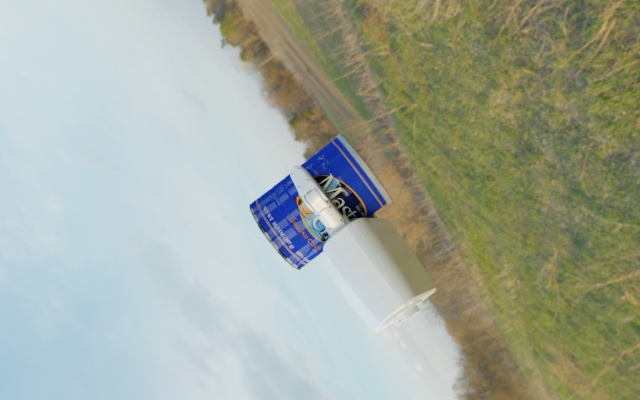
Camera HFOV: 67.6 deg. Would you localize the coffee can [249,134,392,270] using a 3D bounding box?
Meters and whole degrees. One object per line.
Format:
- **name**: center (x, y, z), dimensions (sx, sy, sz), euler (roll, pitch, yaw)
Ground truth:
- **coffee can**: center (0.000, 0.002, 0.581), dimensions (0.140, 0.103, 0.103), euler (-37, -3, 4)
